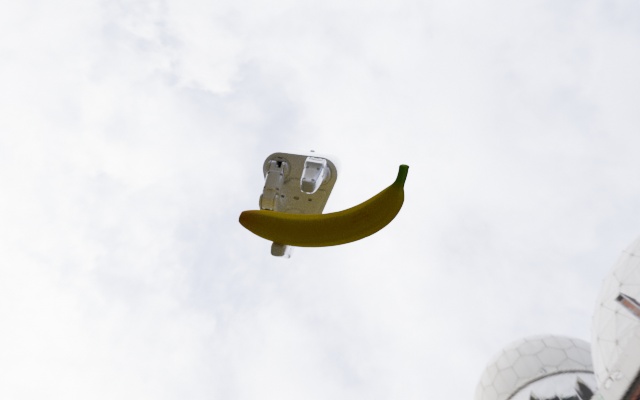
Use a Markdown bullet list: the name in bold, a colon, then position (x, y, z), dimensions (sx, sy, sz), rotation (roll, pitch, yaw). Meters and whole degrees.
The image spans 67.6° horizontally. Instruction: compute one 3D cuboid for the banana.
- **banana**: position (0.009, 0.018, 0.525), dimensions (0.198, 0.069, 0.037), rotation (-17, 7, 11)
